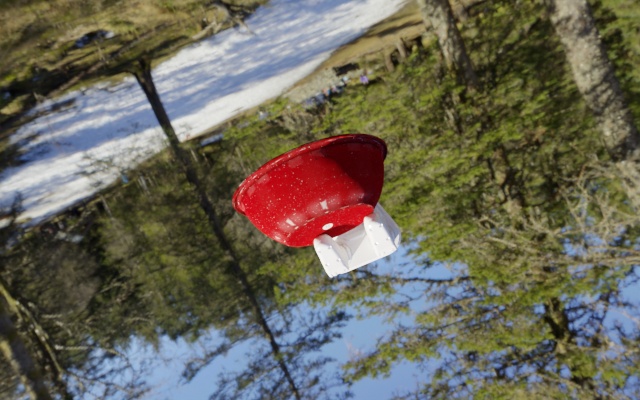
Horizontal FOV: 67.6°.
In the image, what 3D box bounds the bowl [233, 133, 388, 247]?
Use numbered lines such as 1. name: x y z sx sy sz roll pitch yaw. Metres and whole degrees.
1. bowl: 0.000 0.002 0.464 0.162 0.055 0.162 -19 -19 -7
